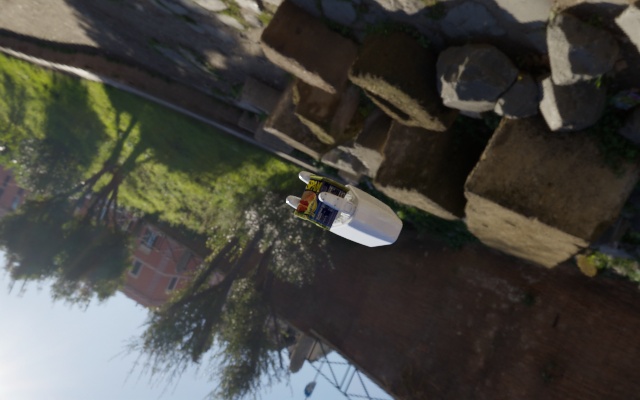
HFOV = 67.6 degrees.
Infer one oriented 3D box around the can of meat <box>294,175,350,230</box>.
[{"bbox_3d":[0.000,0.003,0.888,0.057,0.084,0.102,25,-3,-23],"label":"can of meat"}]
